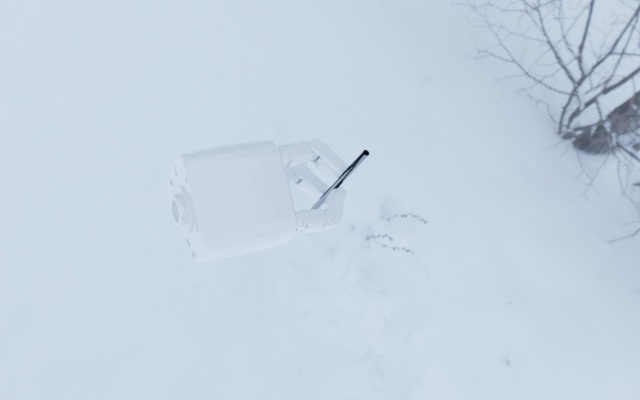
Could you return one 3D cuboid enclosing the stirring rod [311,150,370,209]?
[{"bbox_3d":[0.000,0.002,0.611,0.011,0.011,0.240,0,-26,-27],"label":"stirring rod"}]
